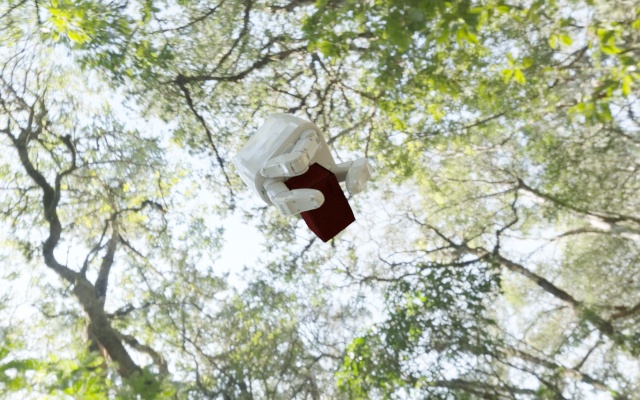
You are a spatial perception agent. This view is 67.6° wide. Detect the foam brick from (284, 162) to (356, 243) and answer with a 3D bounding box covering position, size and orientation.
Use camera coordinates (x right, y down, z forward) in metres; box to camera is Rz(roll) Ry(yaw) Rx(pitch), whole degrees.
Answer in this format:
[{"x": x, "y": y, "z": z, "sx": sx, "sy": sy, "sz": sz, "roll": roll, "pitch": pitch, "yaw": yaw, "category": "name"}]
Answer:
[{"x": 0.000, "y": 0.002, "z": 0.599, "sx": 0.053, "sy": 0.078, "sz": 0.051, "roll": -34, "pitch": 31, "yaw": -13, "category": "foam brick"}]
